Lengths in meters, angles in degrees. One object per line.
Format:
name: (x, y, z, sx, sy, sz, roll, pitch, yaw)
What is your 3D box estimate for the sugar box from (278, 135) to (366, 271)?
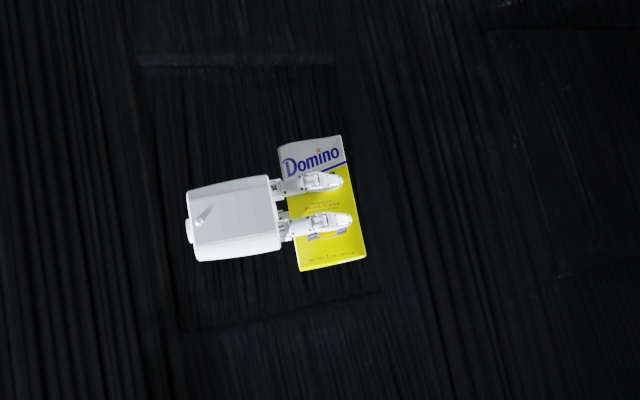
sugar box: (0.000, 0.002, 0.667, 0.093, 0.176, 0.048, -11, -10, -5)
